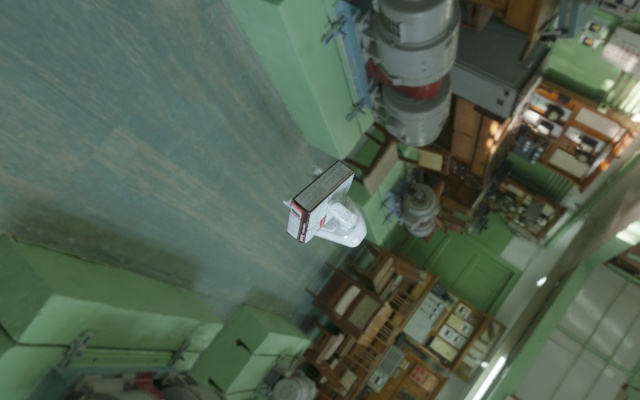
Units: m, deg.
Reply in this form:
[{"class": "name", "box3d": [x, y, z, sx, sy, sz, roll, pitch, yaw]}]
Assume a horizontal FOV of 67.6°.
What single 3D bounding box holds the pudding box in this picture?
[{"class": "pudding box", "box3d": [0.000, 0.003, 0.737, 0.039, 0.090, 0.113, 35, 56, 17]}]
